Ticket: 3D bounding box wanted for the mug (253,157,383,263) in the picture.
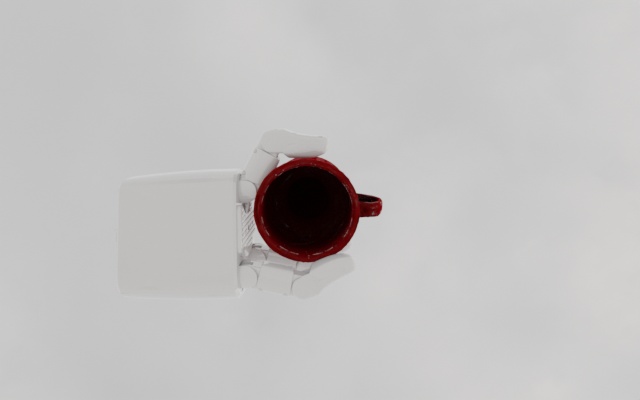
[{"bbox_3d":[0.002,0.001,0.454,0.117,0.093,0.081,-1,12,0],"label":"mug"}]
